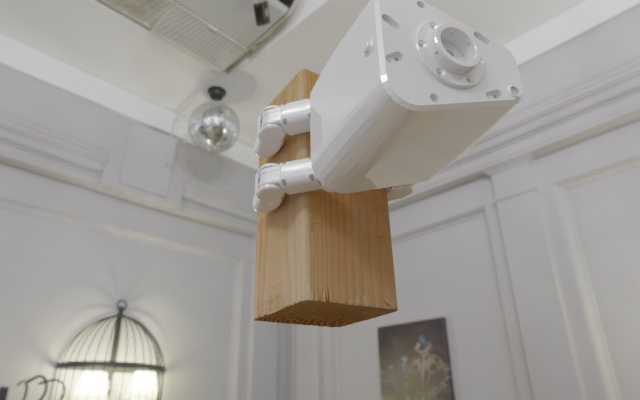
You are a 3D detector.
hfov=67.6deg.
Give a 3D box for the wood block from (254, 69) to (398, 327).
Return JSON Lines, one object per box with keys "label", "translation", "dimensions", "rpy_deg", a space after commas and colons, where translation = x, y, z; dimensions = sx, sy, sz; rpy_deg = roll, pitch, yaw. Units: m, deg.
{"label": "wood block", "translation": [0.001, 0.001, 0.432], "dimensions": [0.091, 0.206, 0.090], "rpy_deg": [14, -28, -30]}
